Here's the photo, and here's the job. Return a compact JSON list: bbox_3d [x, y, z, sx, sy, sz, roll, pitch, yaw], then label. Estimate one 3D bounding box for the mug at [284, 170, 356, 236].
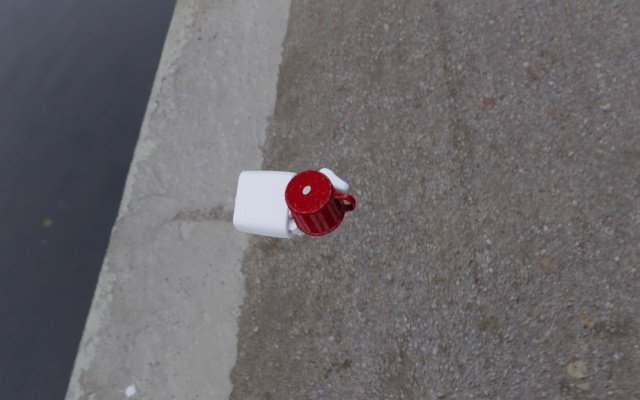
[{"bbox_3d":[0.001,0.003,0.791,0.117,0.093,0.081,3,-24,16],"label":"mug"}]
